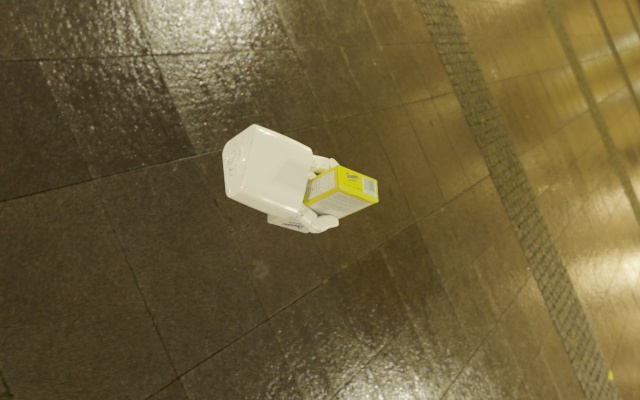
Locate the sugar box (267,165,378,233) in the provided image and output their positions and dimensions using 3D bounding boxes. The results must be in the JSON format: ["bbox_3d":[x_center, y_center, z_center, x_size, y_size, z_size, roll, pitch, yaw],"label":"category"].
[{"bbox_3d":[0.000,0.002,0.790,0.093,0.048,0.176,19,-29,-39],"label":"sugar box"}]
